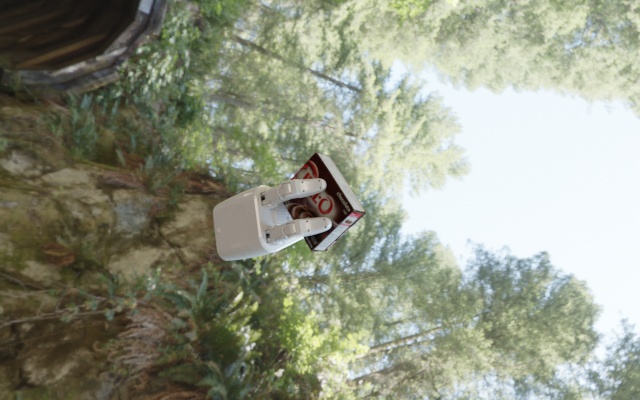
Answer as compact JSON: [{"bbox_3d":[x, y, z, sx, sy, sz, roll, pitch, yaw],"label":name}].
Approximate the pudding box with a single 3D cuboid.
[{"bbox_3d":[0.000,0.002,0.676,0.090,0.113,0.039,-46,-29,24],"label":"pudding box"}]
